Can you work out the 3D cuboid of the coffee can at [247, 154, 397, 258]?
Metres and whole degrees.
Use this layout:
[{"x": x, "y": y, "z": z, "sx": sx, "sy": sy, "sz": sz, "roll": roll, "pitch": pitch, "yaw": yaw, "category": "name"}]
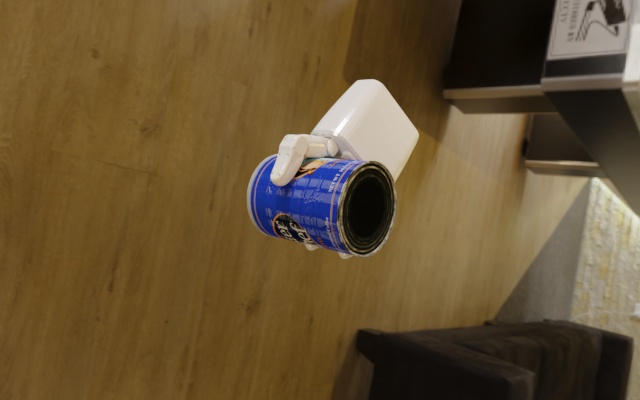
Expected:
[{"x": 0.000, "y": 0.002, "z": 0.542, "sx": 0.140, "sy": 0.103, "sz": 0.103, "roll": 9, "pitch": 6, "yaw": 41, "category": "coffee can"}]
